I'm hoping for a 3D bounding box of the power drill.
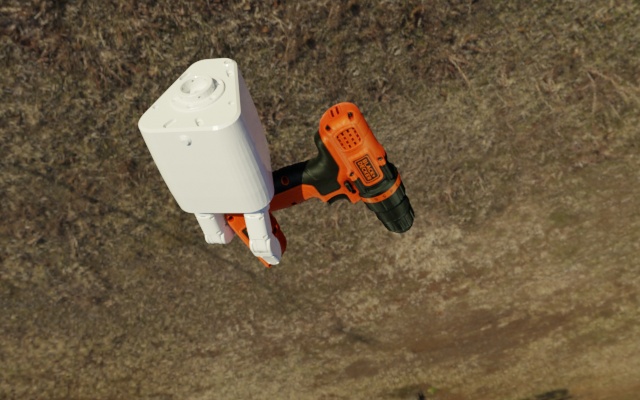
[{"bbox_3d":[0.000,0.002,0.546,0.187,0.184,0.057,-29,33,9],"label":"power drill"}]
